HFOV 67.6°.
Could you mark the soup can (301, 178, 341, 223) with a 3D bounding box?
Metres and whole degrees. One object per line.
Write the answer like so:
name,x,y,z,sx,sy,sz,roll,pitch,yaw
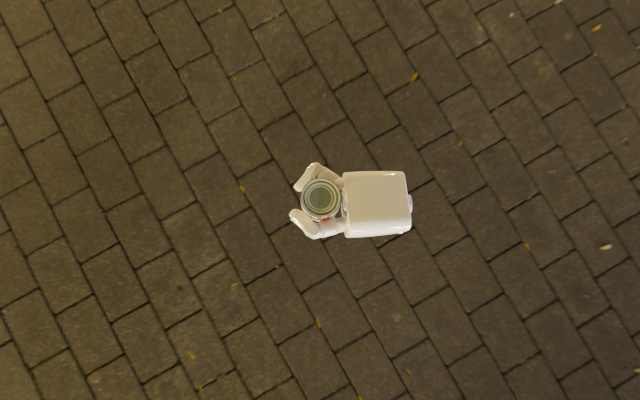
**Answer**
soup can,0.000,0.003,0.820,0.068,0.068,0.102,0,-8,-1
